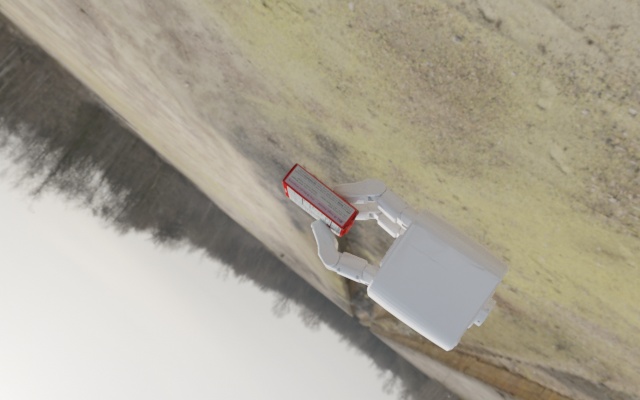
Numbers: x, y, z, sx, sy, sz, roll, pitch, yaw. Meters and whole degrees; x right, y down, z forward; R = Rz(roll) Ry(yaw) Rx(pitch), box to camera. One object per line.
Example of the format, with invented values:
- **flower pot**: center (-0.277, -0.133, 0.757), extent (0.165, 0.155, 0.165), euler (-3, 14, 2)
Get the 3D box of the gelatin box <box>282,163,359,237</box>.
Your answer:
- **gelatin box**: center (0.000, 0.002, 0.548), extent (0.089, 0.030, 0.073), euler (37, -9, 6)
